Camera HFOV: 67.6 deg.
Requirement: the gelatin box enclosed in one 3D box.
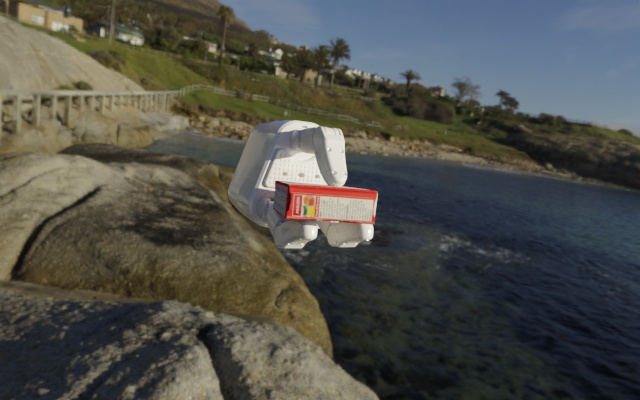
[{"bbox_3d":[0.000,0.001,0.414,0.073,0.030,0.089,5,3,-13],"label":"gelatin box"}]
